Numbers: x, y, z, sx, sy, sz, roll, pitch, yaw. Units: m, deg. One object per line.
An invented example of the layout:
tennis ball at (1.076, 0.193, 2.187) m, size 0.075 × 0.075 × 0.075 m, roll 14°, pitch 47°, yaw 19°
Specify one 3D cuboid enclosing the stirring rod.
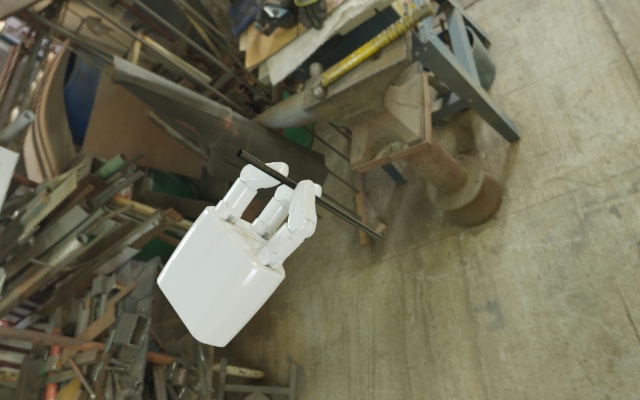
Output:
stirring rod at (0.000, 0.002, 0.530) m, size 0.011 × 0.011 × 0.240 m, roll 0°, pitch -23°, yaw 43°
